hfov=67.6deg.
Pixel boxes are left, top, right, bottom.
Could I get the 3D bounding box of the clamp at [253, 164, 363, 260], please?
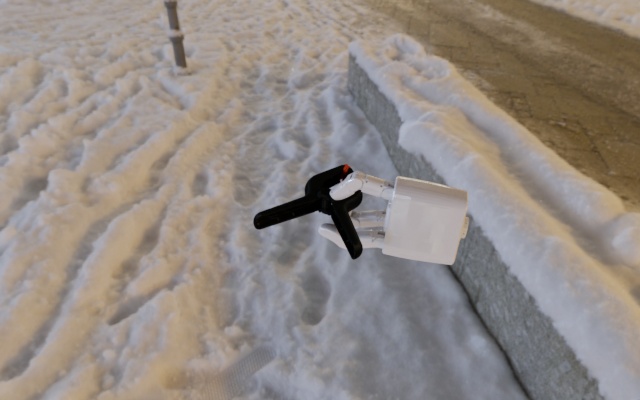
[{"bbox_3d":[0.001,0.002,0.746,0.164,0.036,0.209,13,37,8],"label":"clamp"}]
